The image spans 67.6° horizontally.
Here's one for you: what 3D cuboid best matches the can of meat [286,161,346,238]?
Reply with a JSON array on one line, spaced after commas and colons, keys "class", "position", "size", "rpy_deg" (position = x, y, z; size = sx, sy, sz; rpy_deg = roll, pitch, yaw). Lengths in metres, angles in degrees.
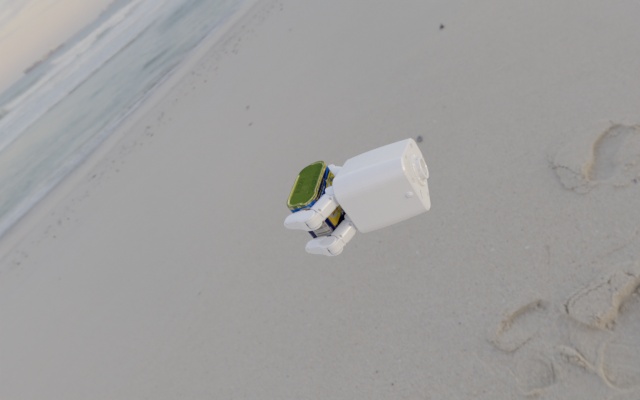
[{"class": "can of meat", "position": [0.000, 0.002, 0.723], "size": [0.057, 0.102, 0.084], "rpy_deg": [-17, -54, 30]}]
